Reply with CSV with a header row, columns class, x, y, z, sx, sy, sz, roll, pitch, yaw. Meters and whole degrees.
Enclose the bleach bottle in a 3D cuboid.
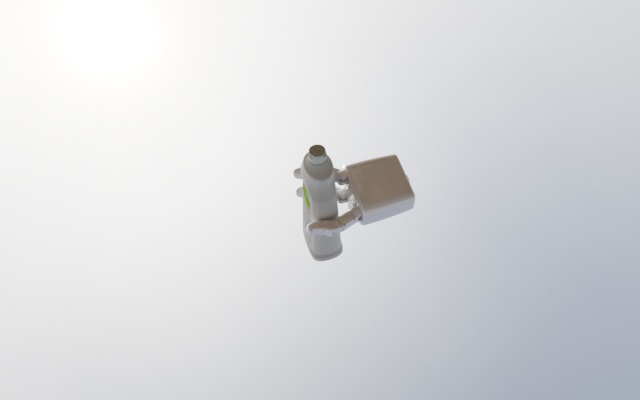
class,x,y,z,sx,sy,sz,roll,pitch,yaw
bleach bottle,0.000,0.003,0.874,0.068,0.102,0.251,-16,-38,-11
